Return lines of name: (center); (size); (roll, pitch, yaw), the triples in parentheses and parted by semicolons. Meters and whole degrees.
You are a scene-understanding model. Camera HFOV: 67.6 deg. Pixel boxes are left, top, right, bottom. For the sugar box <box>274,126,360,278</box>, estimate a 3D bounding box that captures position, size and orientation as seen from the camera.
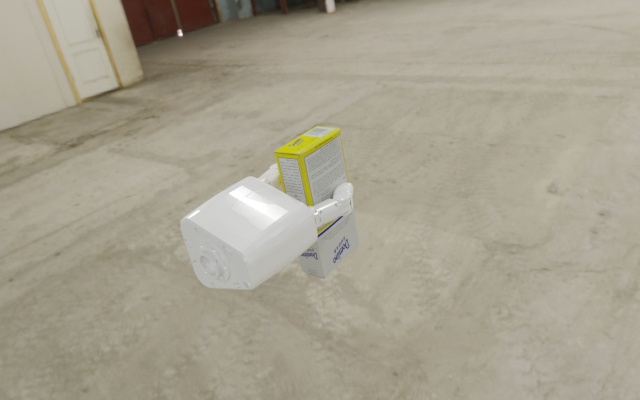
sugar box: (0.000, 0.002, 0.621); (0.048, 0.176, 0.093); (12, 33, 34)
